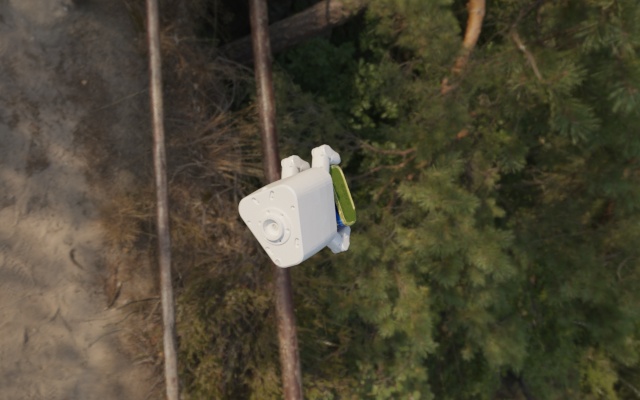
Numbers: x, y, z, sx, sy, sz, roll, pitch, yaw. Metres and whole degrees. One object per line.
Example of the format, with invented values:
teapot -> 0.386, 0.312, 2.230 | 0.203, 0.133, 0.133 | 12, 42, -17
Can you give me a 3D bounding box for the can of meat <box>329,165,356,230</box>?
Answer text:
can of meat -> 0.000, 0.002, 0.746 | 0.084, 0.102, 0.057 | -18, 3, 28
